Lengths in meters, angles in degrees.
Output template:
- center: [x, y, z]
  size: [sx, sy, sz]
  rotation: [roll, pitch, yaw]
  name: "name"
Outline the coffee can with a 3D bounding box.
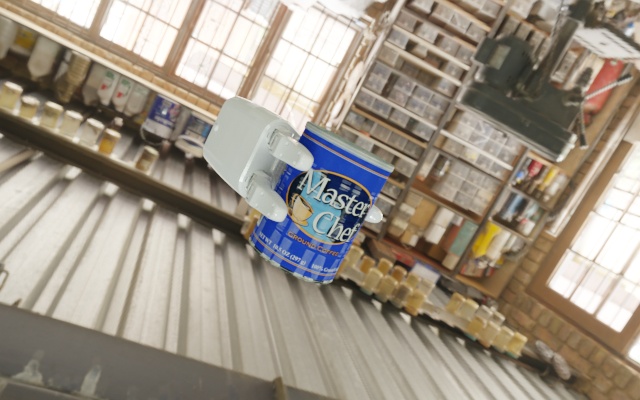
- center: [0.000, 0.002, 0.507]
  size: [0.103, 0.140, 0.103]
  rotation: [27, 9, -5]
  name: "coffee can"
